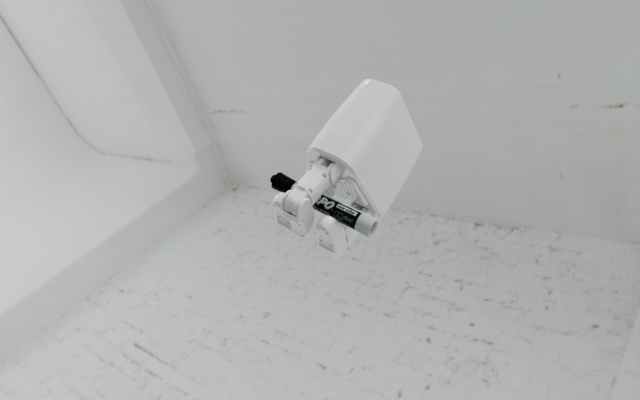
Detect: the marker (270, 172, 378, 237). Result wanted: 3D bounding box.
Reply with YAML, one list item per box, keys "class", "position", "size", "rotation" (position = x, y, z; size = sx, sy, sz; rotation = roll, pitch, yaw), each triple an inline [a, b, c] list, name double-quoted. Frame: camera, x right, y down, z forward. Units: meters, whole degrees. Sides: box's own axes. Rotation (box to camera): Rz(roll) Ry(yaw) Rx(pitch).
- class: "marker"
  position: [0.000, 0.002, 0.468]
  size: [0.121, 0.020, 0.020]
  rotation: [26, 11, 24]
